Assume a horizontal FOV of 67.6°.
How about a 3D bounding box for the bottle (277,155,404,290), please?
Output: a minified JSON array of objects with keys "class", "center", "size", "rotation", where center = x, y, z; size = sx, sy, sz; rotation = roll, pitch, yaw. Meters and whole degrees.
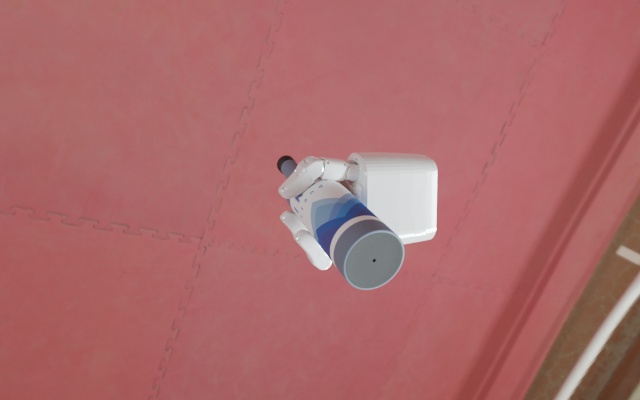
[{"class":"bottle","center":[0.000,0.002,0.585],"size":[0.069,0.069,0.295],"rotation":[0,23,-23]}]
